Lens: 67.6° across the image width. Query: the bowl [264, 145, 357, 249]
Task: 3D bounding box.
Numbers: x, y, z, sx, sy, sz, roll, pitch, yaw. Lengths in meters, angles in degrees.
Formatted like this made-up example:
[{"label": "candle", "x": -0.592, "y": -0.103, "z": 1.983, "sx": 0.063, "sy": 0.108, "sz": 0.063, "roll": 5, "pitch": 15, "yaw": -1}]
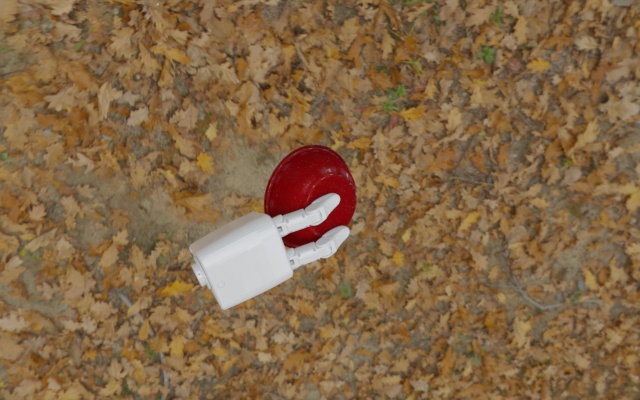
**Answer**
[{"label": "bowl", "x": 0.001, "y": 0.001, "z": 0.696, "sx": 0.162, "sy": 0.162, "sz": 0.055, "roll": 0, "pitch": 12, "yaw": -38}]
